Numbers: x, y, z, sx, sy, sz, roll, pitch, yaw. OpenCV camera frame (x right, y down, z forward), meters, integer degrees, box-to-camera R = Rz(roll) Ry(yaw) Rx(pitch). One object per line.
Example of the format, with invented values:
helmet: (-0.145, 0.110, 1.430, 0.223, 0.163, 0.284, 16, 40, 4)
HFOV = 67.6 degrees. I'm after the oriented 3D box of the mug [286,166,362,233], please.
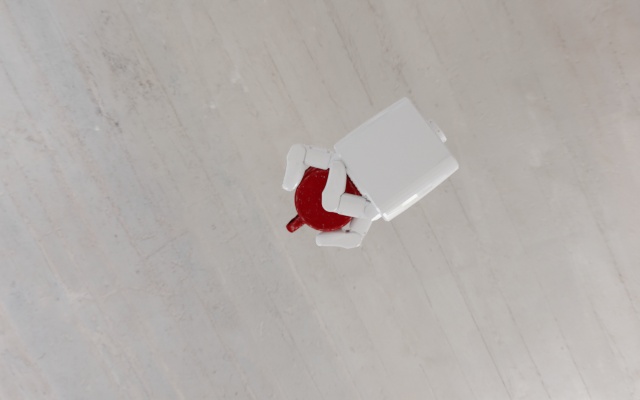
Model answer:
mug: (-0.001, 0.003, 0.634, 0.117, 0.093, 0.081, -37, 4, 8)
